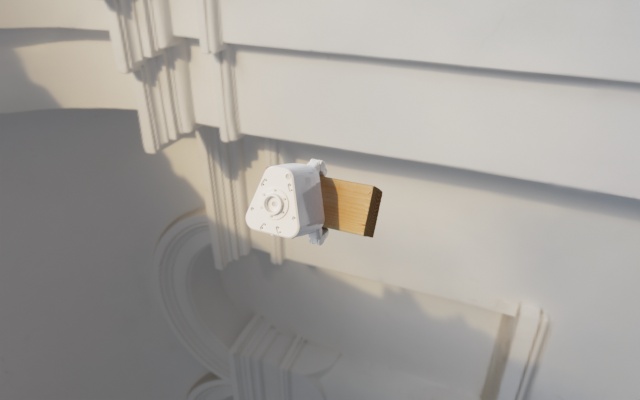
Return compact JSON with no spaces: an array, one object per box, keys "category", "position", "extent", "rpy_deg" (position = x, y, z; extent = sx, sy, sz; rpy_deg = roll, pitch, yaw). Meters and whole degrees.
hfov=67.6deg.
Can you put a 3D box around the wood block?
[{"category":"wood block","position":[0.000,0.003,0.887],"extent":[0.206,0.091,0.090],"rpy_deg":[12,-2,19]}]
